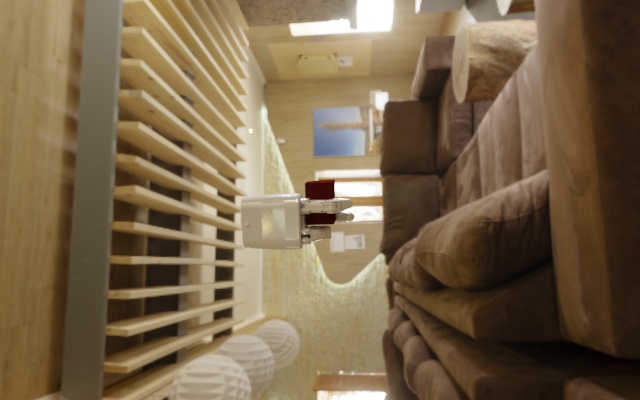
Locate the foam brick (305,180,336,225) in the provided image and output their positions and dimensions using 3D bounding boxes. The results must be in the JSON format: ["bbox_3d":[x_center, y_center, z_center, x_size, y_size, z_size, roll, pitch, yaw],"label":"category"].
[{"bbox_3d":[0.000,0.003,0.866,0.051,0.078,0.053,-1,6,6],"label":"foam brick"}]
